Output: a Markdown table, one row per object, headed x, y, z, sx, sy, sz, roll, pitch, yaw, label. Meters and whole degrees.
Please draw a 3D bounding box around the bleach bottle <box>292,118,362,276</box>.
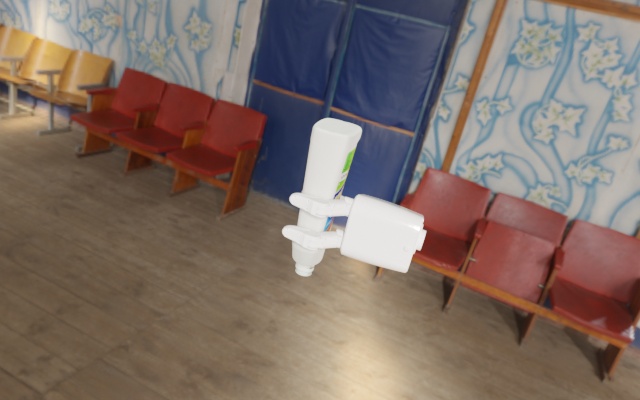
| x | y | z | sx | sy | sz | roll | pitch | yaw | label |
| --- | --- | --- | --- | --- | --- | --- | --- | --- | --- |
| 0.000 | 0.002 | 0.759 | 0.068 | 0.251 | 0.102 | 17 | 22 | 10 | bleach bottle |
